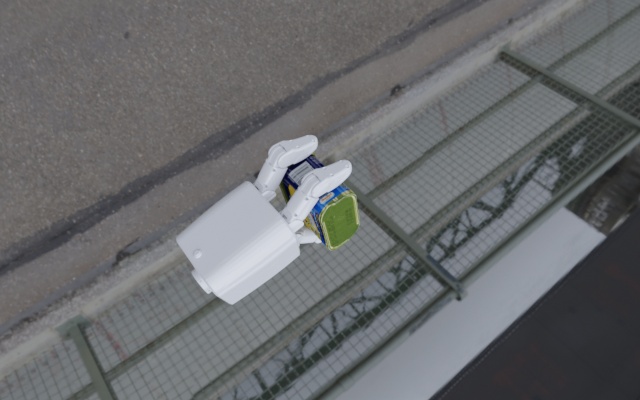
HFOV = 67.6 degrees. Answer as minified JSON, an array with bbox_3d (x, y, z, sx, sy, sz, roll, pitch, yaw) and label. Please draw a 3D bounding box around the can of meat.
[{"bbox_3d":[0.000,0.002,0.579,0.057,0.084,0.102,-36,-32,-14],"label":"can of meat"}]
